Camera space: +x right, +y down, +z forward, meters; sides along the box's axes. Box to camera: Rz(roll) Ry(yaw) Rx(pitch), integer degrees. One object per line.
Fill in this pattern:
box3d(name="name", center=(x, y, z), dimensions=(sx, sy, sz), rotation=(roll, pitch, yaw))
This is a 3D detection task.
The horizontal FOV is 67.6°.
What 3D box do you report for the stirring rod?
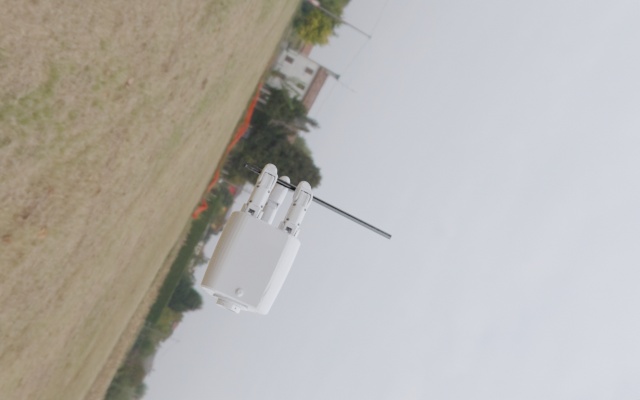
box3d(name="stirring rod", center=(0.000, 0.002, 0.701), dimensions=(0.239, 0.011, 0.011), rotation=(27, -5, -11))
